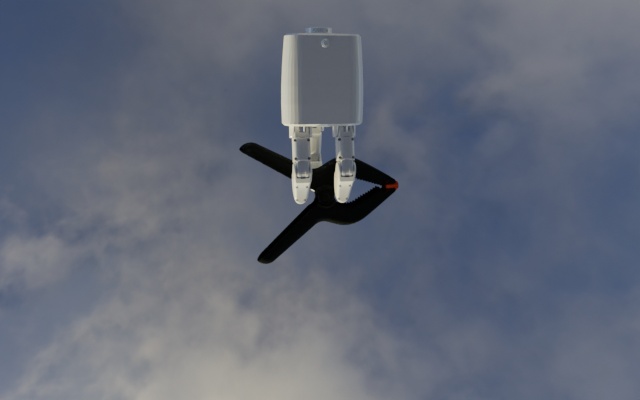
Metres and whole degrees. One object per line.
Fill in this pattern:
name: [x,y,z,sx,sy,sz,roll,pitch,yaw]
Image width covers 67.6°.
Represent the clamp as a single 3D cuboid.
clamp: [0.000,0.002,0.642,0.210,0.164,0.036,-3,16,-11]
